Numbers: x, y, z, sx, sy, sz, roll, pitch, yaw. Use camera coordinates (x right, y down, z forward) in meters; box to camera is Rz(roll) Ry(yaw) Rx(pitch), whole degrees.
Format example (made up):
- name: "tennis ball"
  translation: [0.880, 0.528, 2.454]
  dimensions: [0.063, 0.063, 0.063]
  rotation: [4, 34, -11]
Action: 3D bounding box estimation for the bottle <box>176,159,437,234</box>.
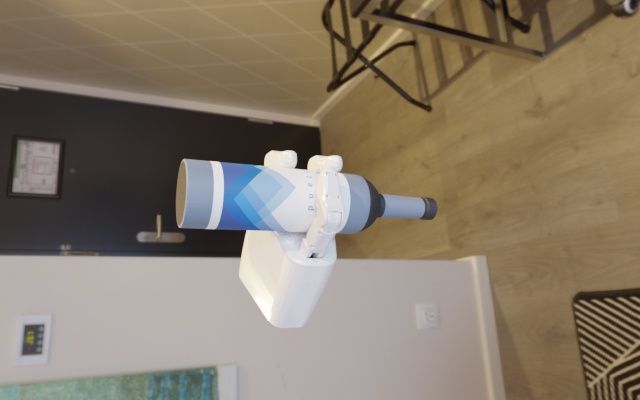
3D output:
- name: "bottle"
  translation: [0.000, 0.002, 0.518]
  dimensions: [0.296, 0.069, 0.069]
  rotation: [4, -2, -25]
